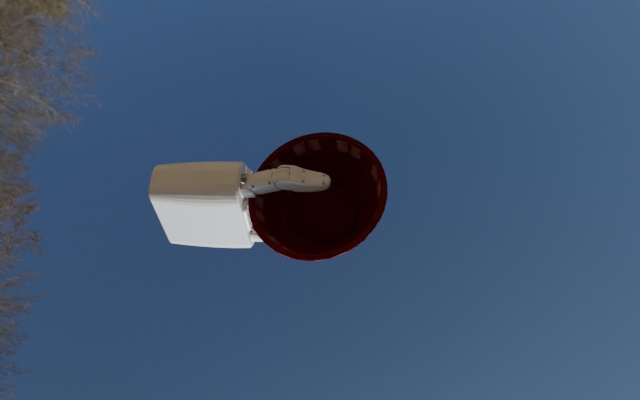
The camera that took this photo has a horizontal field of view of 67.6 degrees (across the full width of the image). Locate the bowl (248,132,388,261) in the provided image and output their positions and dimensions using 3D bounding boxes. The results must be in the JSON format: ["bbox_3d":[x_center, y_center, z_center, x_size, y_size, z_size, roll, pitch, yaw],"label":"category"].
[{"bbox_3d":[0.001,0.002,0.560,0.162,0.162,0.055,0,-26,14],"label":"bowl"}]
